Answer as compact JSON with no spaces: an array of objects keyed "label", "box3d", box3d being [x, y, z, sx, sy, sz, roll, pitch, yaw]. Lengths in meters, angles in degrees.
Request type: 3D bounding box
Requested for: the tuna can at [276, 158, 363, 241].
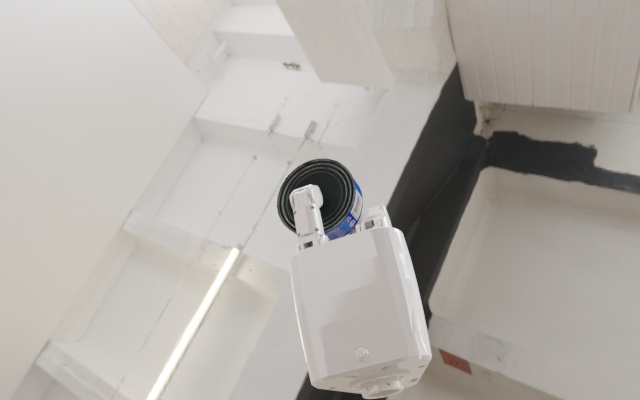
[{"label":"tuna can","box3d":[0.000,0.002,0.496,0.086,0.086,0.034,0,-24,24]}]
